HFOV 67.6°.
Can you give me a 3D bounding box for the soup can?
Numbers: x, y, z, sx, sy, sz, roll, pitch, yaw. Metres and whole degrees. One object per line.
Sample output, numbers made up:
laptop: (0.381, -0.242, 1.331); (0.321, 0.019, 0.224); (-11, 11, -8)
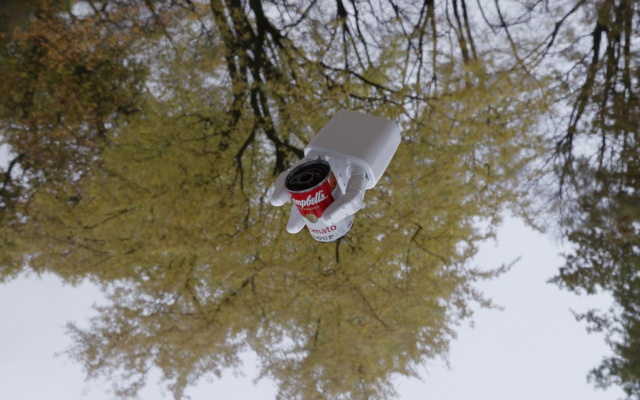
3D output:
soup can: (0.000, 0.003, 0.677); (0.068, 0.102, 0.068); (-17, 36, 13)
